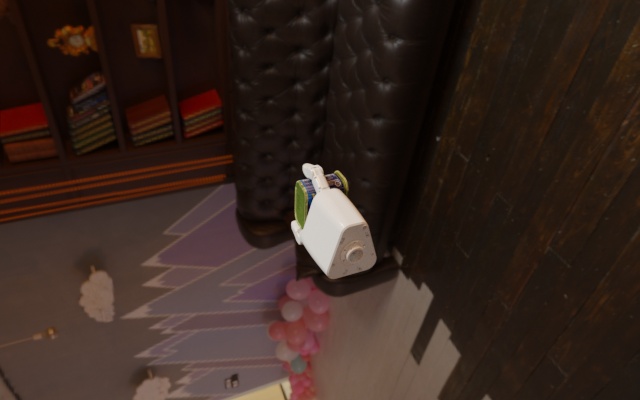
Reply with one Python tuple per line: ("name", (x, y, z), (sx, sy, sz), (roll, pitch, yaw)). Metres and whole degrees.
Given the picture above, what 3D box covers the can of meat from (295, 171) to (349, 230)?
("can of meat", (0.000, 0.003, 0.885), (0.084, 0.102, 0.057), (-13, 38, -20))
